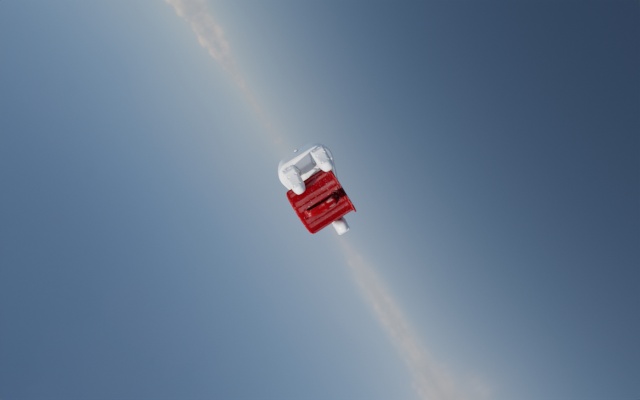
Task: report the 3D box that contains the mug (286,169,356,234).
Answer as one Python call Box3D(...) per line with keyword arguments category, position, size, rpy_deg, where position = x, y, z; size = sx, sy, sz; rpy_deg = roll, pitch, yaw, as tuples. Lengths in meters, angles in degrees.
Box3D(category="mug", position=(0.000, 0.003, 0.752), size=(0.081, 0.093, 0.117), rpy_deg=(-32, 13, 1))
